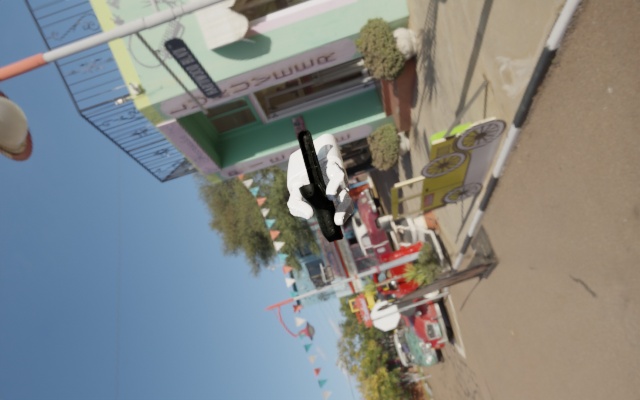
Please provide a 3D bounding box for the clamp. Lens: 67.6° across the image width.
[{"bbox_3d":[-0.001,0.003,0.821,0.036,0.210,0.164,-14,33,9],"label":"clamp"}]
